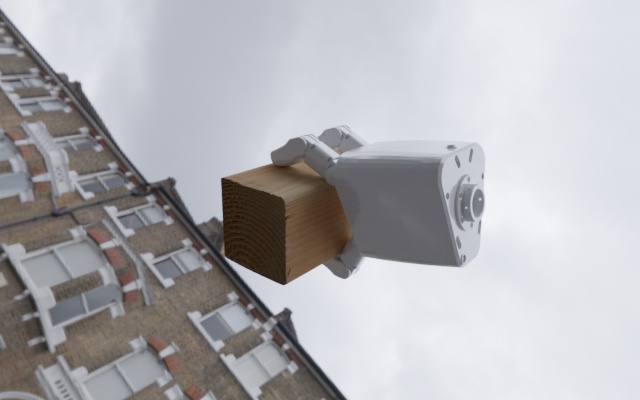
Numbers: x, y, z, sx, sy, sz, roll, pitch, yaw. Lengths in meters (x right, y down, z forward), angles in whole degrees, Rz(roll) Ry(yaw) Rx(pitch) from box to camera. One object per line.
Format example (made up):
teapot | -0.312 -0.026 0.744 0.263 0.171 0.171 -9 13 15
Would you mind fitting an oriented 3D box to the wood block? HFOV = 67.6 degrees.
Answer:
wood block | 0.000 0.002 0.526 0.090 0.091 0.206 18 26 36
